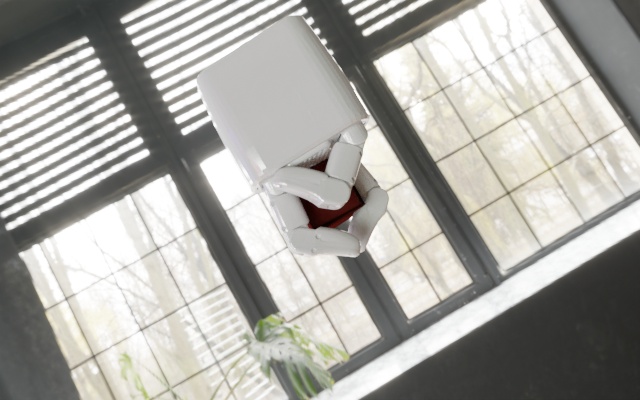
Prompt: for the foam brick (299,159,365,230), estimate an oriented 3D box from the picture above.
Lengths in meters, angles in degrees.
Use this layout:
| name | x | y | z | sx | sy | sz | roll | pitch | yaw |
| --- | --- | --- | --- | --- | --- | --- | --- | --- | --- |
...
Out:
| name | x | y | z | sx | sy | sz | roll | pitch | yaw |
| --- | --- | --- | --- | --- | --- | --- | --- | --- | --- |
| foam brick | 0.000 | 0.002 | 0.442 | 0.053 | 0.051 | 0.078 | -30 | -7 | -13 |
